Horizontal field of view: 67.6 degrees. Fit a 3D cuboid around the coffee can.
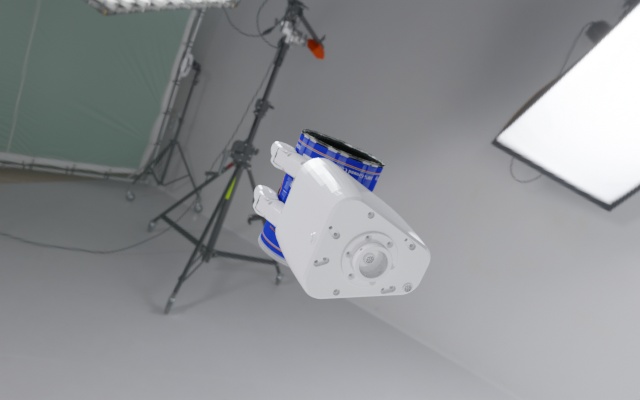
[{"bbox_3d":[0.000,0.002,0.552,0.103,0.140,0.102,22,13,-5],"label":"coffee can"}]
